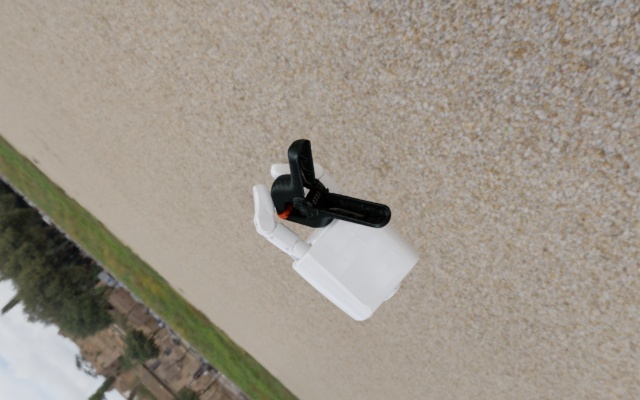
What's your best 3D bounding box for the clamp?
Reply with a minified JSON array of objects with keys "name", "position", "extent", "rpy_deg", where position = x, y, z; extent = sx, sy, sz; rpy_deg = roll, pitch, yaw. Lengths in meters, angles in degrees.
[{"name":"clamp","position":[0.000,0.002,0.513],"extent":[0.120,0.039,0.171],"rpy_deg":[41,-20,-4]}]
